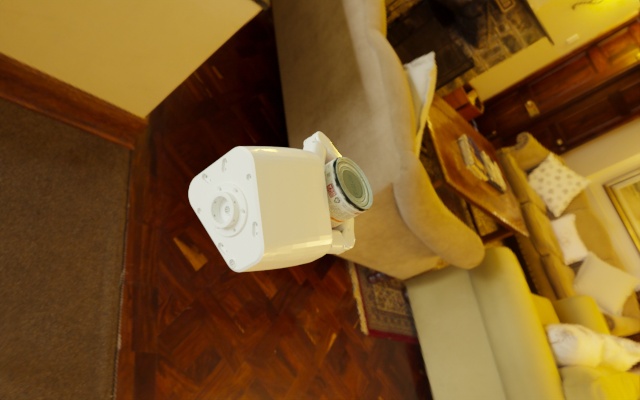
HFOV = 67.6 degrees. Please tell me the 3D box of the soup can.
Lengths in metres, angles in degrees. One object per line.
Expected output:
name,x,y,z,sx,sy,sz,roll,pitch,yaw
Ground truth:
soup can,0.001,0.002,0.547,0.102,0.068,0.068,-30,-17,31
